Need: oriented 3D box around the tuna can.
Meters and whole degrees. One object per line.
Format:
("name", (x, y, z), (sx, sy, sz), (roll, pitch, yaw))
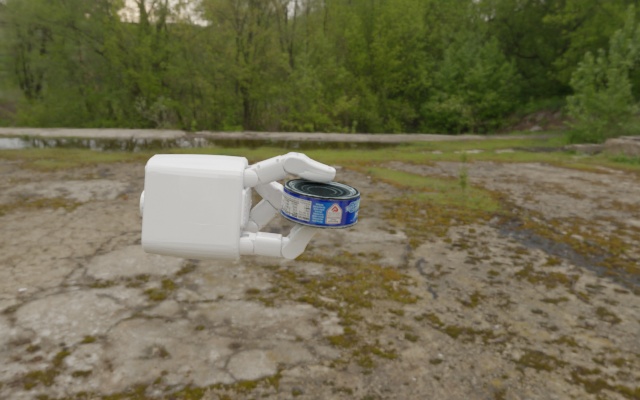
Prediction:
("tuna can", (0.000, 0.001, 0.522), (0.086, 0.034, 0.086), (7, 15, -2))
